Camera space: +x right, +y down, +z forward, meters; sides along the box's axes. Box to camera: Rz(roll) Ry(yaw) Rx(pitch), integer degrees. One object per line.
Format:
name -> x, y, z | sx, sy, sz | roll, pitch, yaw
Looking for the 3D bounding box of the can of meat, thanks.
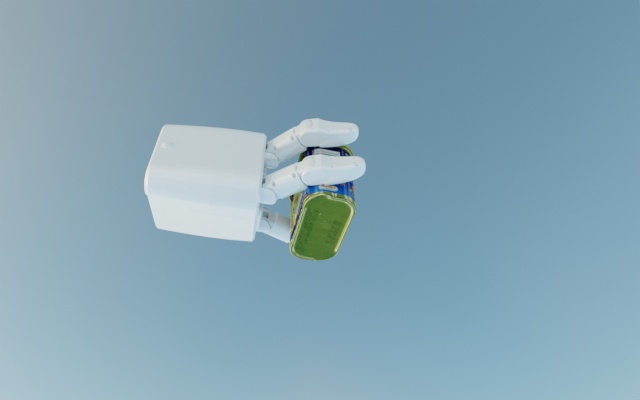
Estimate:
can of meat -> 0.000, 0.002, 0.501 | 0.057, 0.102, 0.083 | 10, 43, -10
